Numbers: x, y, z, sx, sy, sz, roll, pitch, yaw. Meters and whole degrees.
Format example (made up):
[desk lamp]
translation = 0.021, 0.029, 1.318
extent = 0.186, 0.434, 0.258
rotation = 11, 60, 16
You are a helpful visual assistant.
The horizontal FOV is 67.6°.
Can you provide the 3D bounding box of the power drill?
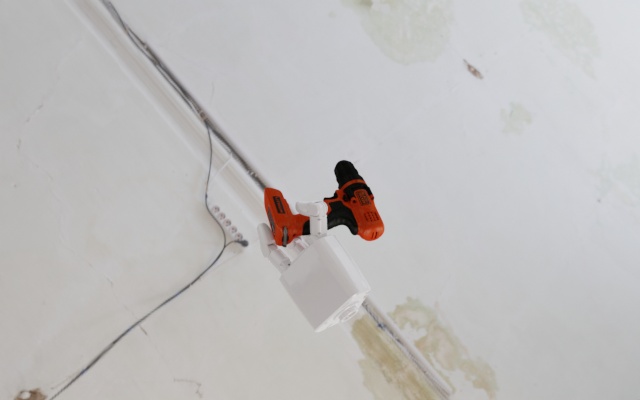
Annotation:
[power drill]
translation = 0.000, 0.003, 0.830
extent = 0.187, 0.057, 0.184
rotation = -10, 46, -13
